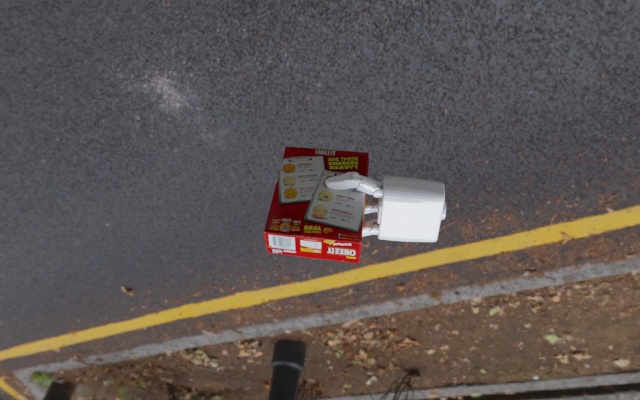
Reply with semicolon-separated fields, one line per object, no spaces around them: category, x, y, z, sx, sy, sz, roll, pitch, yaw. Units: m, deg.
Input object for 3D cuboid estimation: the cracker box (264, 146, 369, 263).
cracker box;0.000;0.003;0.865;0.164;0.213;0.072;5;-41;5
